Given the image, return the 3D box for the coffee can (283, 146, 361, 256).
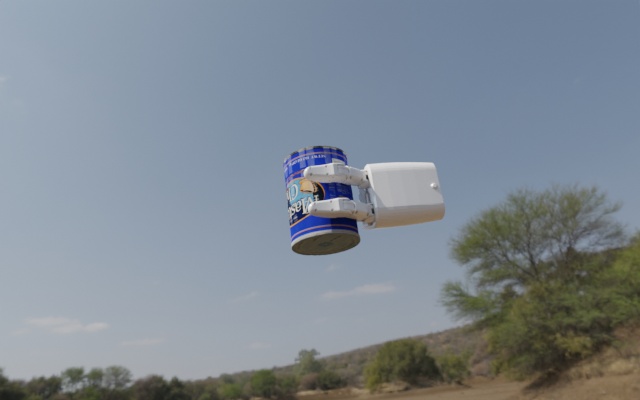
[{"bbox_3d":[0.000,0.003,0.729,0.103,0.140,0.103,-6,-22,-3],"label":"coffee can"}]
